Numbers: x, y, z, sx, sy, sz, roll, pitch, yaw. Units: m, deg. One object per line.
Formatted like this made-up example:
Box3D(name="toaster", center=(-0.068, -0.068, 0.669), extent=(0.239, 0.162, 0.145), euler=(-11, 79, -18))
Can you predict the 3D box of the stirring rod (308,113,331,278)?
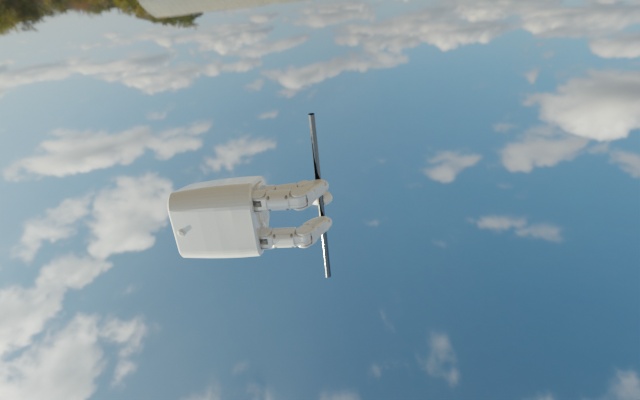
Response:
Box3D(name="stirring rod", center=(0.000, 0.002, 0.631), extent=(0.011, 0.240, 0.011), euler=(-5, 27, 2))
